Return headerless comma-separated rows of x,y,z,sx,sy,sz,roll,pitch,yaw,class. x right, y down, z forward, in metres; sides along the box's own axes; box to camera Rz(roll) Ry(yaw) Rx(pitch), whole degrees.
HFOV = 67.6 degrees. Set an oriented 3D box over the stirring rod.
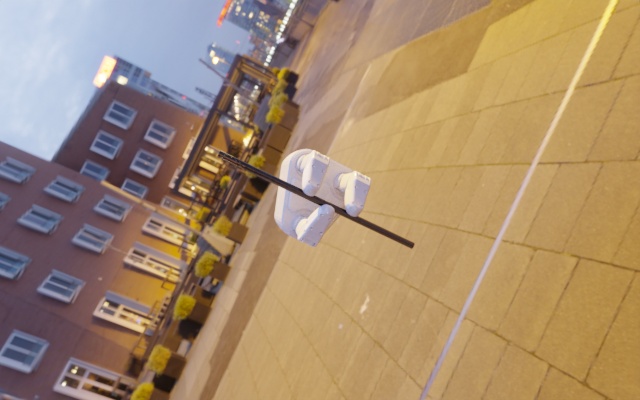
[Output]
0.000,0.002,0.523,0.239,0.011,0.011,25,-6,-13,stirring rod
